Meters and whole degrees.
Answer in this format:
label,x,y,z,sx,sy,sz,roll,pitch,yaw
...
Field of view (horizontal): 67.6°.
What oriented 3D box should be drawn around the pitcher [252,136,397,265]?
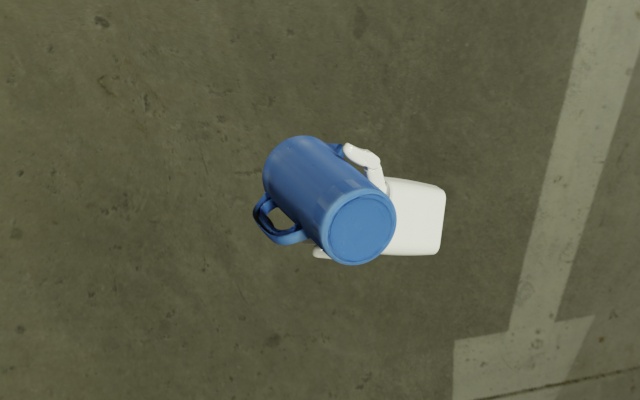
label,x,y,z,sx,sy,sz,roll,pitch,yaw
pitcher,0.000,0.002,0.700,0.145,0.149,0.242,7,17,-25
